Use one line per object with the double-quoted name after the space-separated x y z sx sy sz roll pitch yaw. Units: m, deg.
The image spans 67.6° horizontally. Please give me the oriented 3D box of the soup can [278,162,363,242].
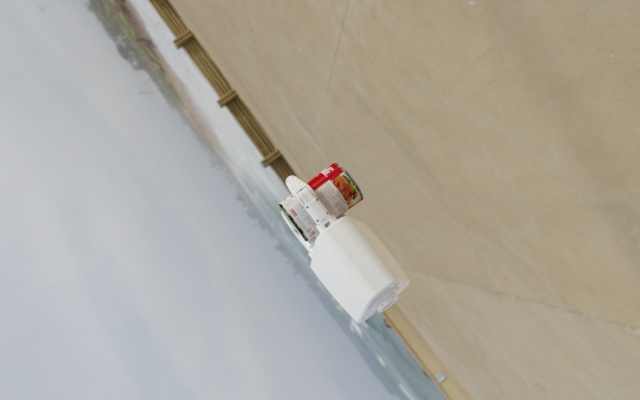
0.000 0.002 0.673 0.102 0.068 0.068 -37 5 -7 "soup can"
